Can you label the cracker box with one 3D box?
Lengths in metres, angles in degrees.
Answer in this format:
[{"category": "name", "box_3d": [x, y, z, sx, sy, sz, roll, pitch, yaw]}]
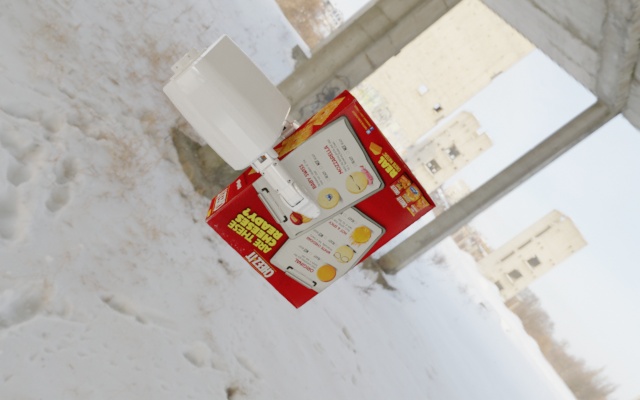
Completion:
[{"category": "cracker box", "box_3d": [0.000, 0.002, 0.569, 0.214, 0.164, 0.072, -38, 22, 10]}]
